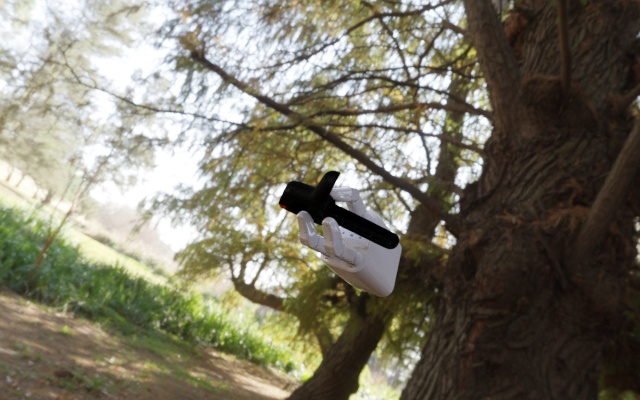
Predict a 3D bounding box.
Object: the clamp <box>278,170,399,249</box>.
[{"bbox_3d":[0.000,0.002,0.707,0.210,0.036,0.165,13,-27,44],"label":"clamp"}]
